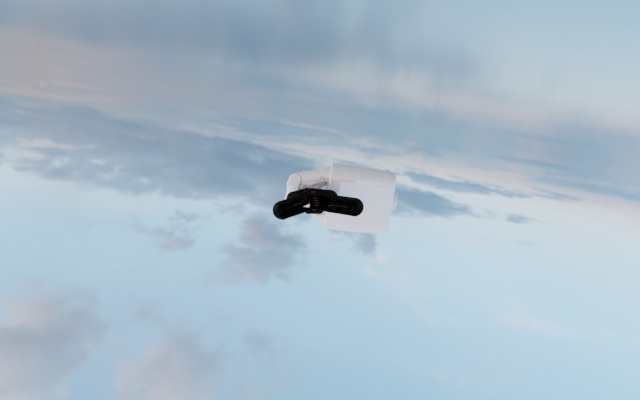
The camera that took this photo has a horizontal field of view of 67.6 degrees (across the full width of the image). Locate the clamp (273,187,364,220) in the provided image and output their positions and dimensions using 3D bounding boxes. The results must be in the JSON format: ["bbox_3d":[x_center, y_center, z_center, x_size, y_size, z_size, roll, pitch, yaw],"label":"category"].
[{"bbox_3d":[0.000,0.003,0.700,0.120,0.039,0.171,4,10,2],"label":"clamp"}]
